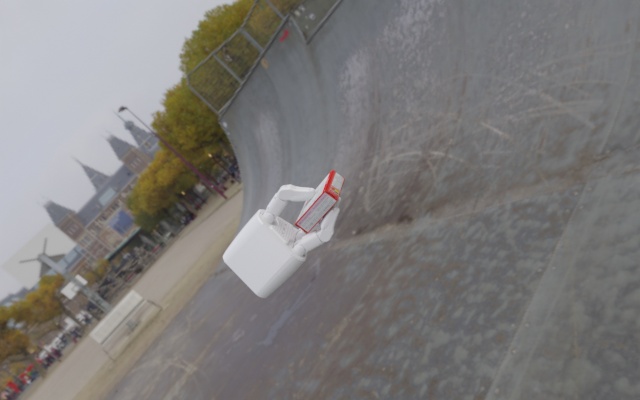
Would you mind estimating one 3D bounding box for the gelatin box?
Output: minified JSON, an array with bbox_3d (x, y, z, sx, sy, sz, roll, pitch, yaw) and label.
[{"bbox_3d":[0.000,0.002,0.785,0.030,0.089,0.073,36,31,-8],"label":"gelatin box"}]
